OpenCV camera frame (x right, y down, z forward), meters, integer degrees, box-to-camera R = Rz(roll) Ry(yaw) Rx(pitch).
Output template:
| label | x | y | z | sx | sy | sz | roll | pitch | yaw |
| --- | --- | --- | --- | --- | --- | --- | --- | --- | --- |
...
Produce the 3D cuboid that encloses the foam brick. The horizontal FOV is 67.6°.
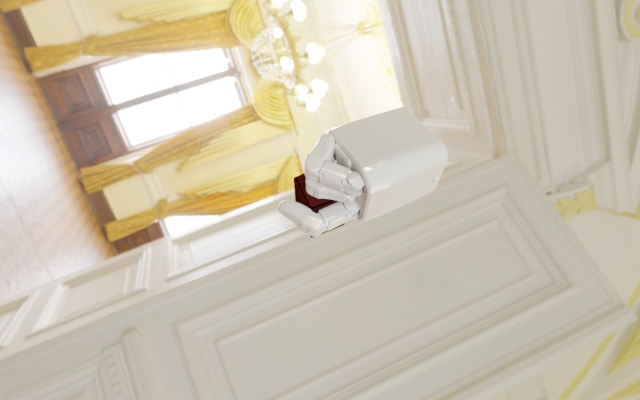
| label | x | y | z | sx | sy | sz | roll | pitch | yaw |
| --- | --- | --- | --- | --- | --- | --- | --- | --- | --- |
| foam brick | 0.000 | 0.002 | 0.607 | 0.051 | 0.053 | 0.078 | -21 | -27 | -13 |
